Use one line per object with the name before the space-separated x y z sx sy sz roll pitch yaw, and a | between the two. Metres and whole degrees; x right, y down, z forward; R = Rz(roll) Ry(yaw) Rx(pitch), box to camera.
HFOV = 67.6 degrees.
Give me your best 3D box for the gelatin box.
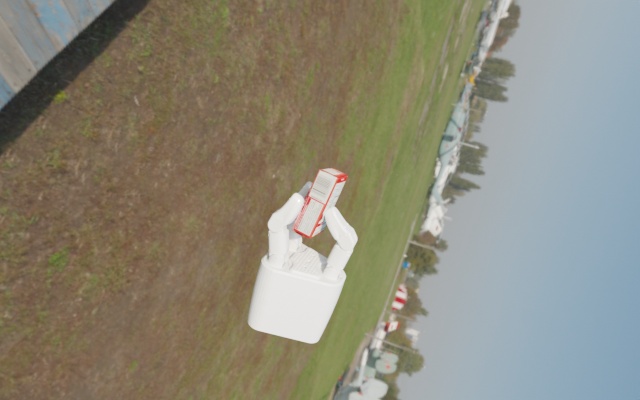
gelatin box | 0.001 0.002 0.633 0.030 0.089 0.073 26 11 10
